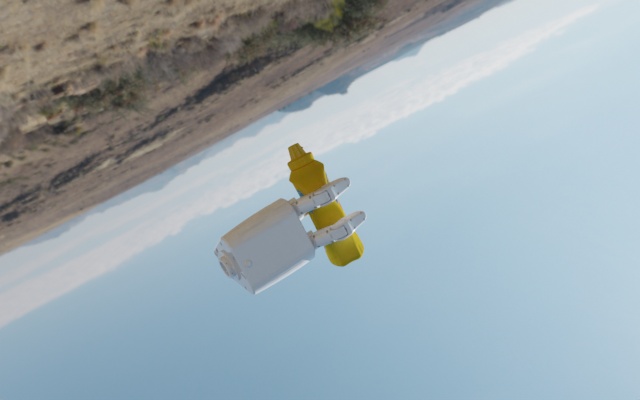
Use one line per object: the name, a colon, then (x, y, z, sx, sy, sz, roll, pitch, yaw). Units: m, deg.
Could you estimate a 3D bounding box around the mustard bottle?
mustard bottle: (0.001, 0.002, 0.725, 0.058, 0.192, 0.096, -27, 11, -1)
